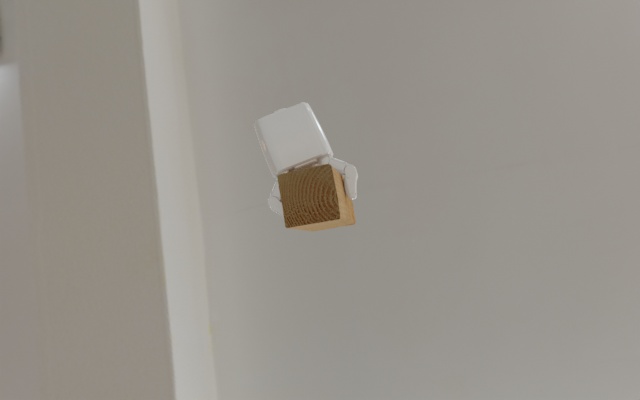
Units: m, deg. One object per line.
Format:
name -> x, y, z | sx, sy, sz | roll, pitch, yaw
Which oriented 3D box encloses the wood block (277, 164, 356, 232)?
wood block -> 0.000, 0.002, 0.841 | 0.091, 0.090, 0.206 | -11, -7, 10
